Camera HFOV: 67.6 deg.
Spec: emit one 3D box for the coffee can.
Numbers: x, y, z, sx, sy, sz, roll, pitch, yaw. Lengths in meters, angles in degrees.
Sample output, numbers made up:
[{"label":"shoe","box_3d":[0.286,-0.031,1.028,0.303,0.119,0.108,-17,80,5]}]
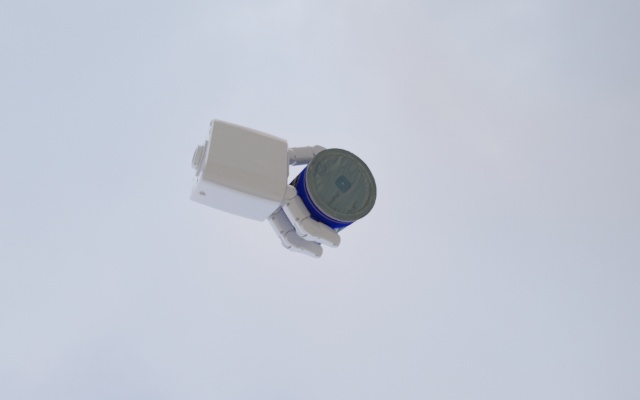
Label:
[{"label":"coffee can","box_3d":[0.000,0.002,0.676,0.103,0.102,0.140,0,-21,-27]}]
